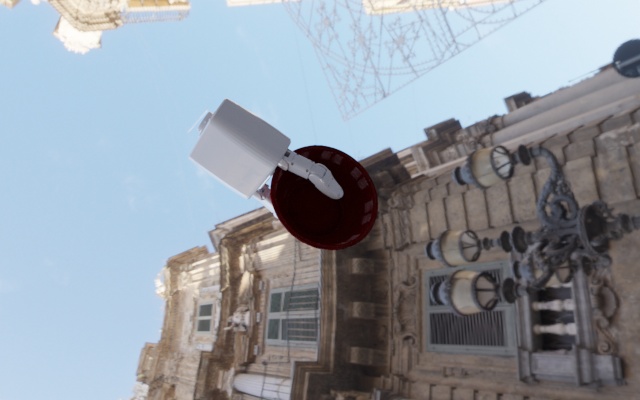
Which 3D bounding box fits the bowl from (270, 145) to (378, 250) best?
[{"bbox_3d":[0.001,0.003,0.697,0.162,0.162,0.055,0,-23,-19],"label":"bowl"}]
